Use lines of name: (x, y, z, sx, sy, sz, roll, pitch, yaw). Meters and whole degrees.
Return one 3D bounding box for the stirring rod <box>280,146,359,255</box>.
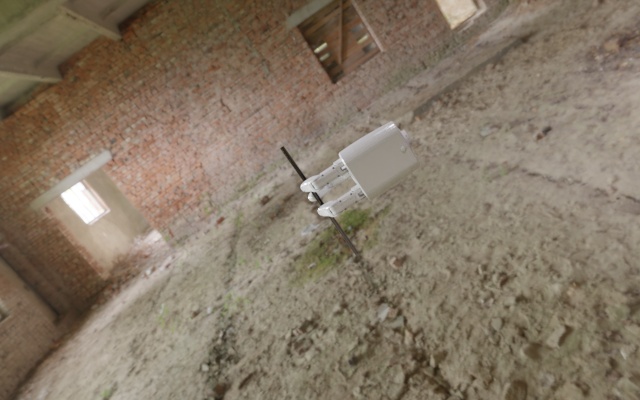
stirring rod: (0.000, 0.003, 0.860, 0.011, 0.239, 0.011, -33, 14, 9)
